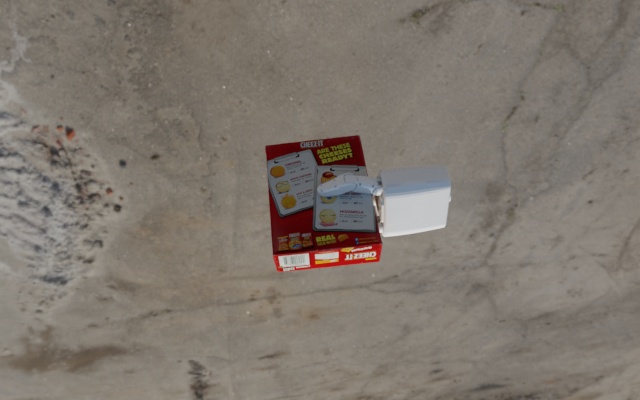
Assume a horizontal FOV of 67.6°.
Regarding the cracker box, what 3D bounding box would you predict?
[{"bbox_3d":[0.000,0.003,0.776,0.164,0.213,0.072,-6,-34,-2],"label":"cracker box"}]
